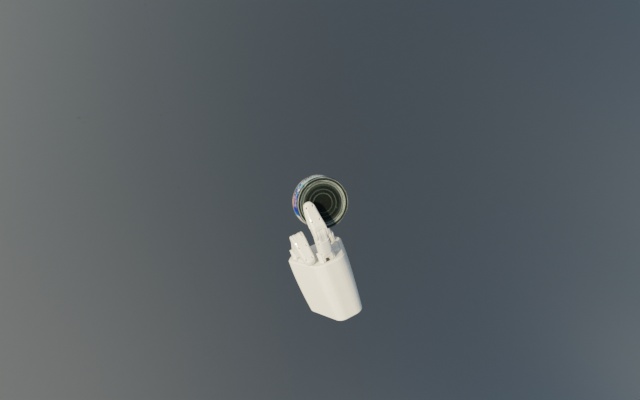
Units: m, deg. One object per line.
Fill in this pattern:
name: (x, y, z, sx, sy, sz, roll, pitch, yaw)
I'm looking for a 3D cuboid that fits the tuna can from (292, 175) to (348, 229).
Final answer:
tuna can: (0.000, 0.003, 0.762, 0.086, 0.086, 0.033, 0, 7, -15)
